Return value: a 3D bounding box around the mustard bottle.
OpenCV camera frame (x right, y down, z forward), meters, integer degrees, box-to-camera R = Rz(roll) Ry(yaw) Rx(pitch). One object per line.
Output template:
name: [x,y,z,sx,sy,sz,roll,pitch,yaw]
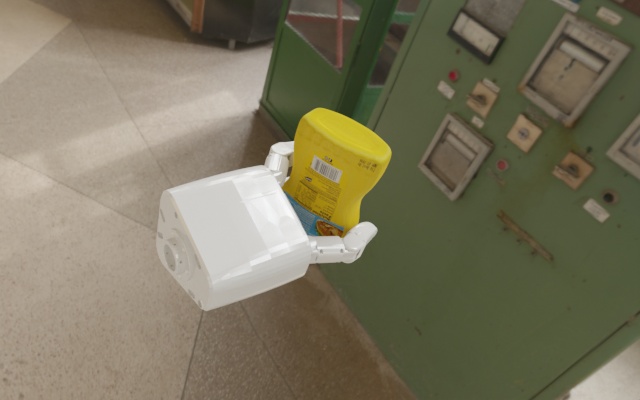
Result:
mustard bottle: [0.000,0.001,0.526,0.096,0.192,0.058,31,40,11]
